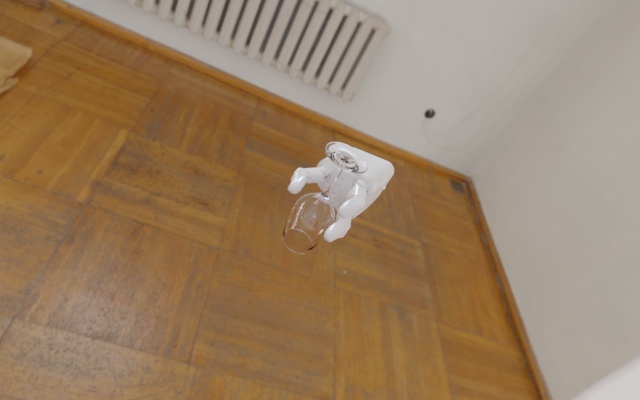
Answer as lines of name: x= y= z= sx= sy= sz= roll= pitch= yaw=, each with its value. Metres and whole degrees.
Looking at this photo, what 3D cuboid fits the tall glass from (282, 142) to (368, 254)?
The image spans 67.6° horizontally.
tall glass: x=0.000 y=0.002 z=0.797 sx=0.079 sy=0.201 sz=0.079 roll=20 pitch=37 yaw=-15
